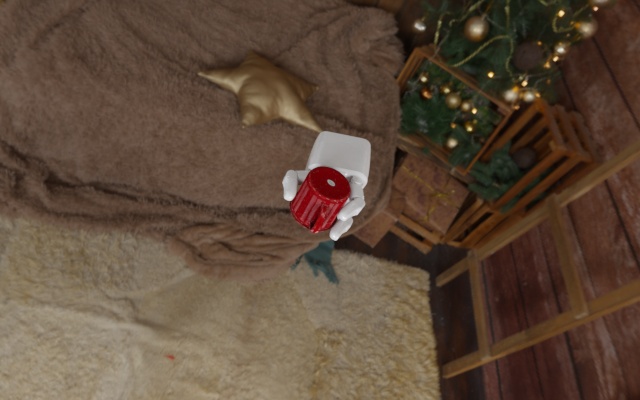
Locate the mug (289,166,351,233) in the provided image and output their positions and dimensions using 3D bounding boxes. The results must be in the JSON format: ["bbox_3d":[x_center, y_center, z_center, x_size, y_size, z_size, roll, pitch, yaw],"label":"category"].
[{"bbox_3d":[0.000,0.004,0.830,0.093,0.117,0.081,21,-44,-10],"label":"mug"}]
